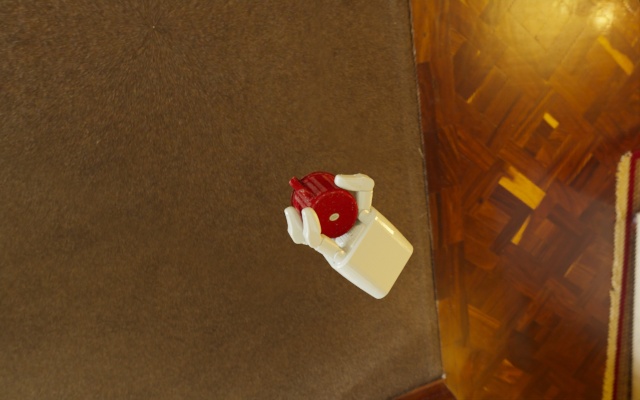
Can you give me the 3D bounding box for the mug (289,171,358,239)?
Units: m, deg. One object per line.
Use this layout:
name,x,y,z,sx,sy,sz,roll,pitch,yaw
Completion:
mug,-0.001,0.002,0.746,0.117,0.093,0.081,40,3,-27
